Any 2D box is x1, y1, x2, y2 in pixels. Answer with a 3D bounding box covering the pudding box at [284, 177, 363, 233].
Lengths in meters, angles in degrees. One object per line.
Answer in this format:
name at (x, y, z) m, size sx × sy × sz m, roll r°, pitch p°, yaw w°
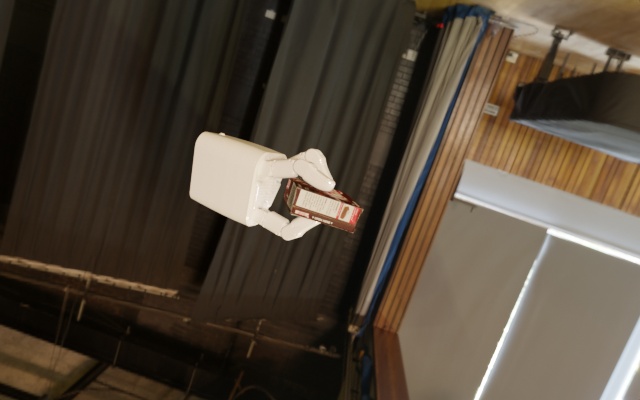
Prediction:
pudding box at (0.000, 0.002, 0.645) m, size 0.090 × 0.039 × 0.113 m, roll 17°, pitch 10°, yaw -11°
